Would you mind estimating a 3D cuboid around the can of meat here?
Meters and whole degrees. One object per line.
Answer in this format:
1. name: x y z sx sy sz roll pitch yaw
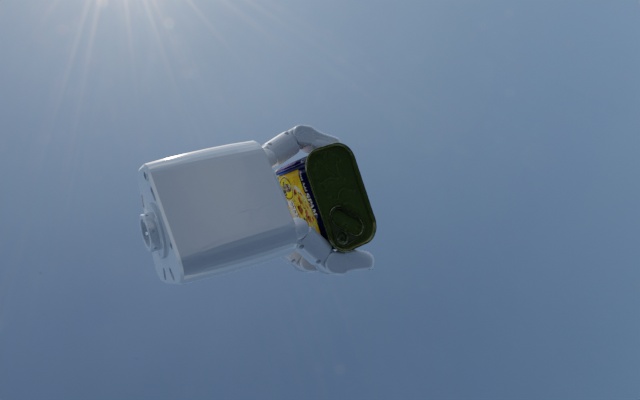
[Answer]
1. can of meat: 0.000 0.002 0.486 0.057 0.102 0.084 -21 3 -32
